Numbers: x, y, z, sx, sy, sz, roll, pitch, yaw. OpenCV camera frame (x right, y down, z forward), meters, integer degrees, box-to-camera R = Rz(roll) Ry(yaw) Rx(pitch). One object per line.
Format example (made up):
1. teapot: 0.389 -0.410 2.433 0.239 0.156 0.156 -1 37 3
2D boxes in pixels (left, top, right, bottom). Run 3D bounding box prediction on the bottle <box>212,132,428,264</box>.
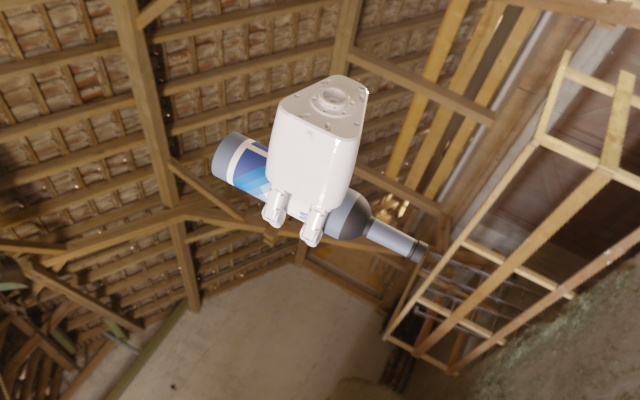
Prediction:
1. bottle: 0.000 0.002 0.624 0.295 0.069 0.069 27 5 10
